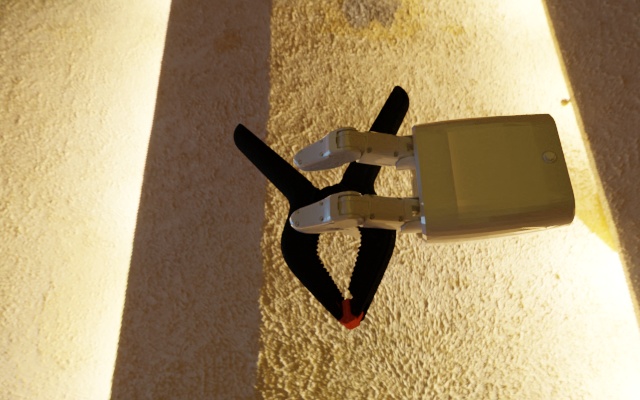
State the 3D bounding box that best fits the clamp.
[{"bbox_3d":[0.000,0.002,0.404,0.164,0.210,0.036,-6,-25,12],"label":"clamp"}]
